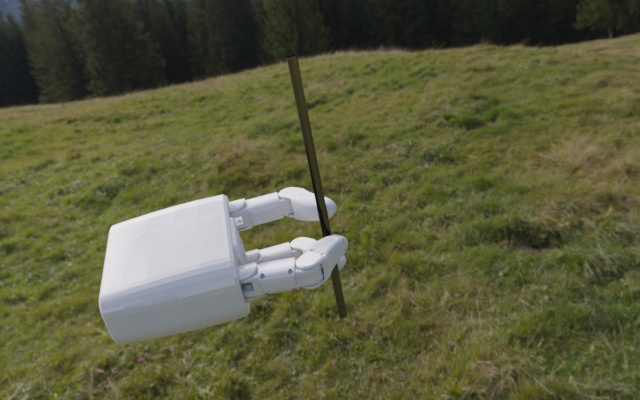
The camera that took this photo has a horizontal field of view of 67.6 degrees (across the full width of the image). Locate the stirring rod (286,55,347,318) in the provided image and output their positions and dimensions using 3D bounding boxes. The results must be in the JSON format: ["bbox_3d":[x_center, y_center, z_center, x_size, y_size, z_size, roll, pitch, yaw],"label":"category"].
[{"bbox_3d":[0.000,0.001,0.401,0.011,0.240,0.011,-9,25,4],"label":"stirring rod"}]
